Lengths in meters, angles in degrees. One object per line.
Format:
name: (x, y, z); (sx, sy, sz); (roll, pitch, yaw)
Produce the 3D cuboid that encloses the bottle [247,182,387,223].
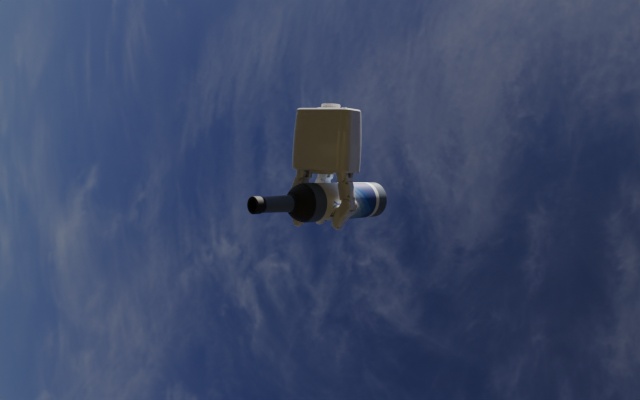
bottle: (0.000, 0.003, 0.822); (0.069, 0.069, 0.296); (0, 2, 44)
